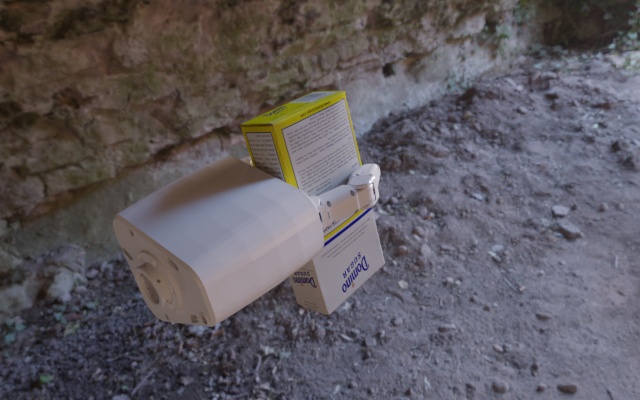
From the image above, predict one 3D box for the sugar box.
[{"bbox_3d":[0.000,0.001,0.421,0.048,0.176,0.093,10,32,42],"label":"sugar box"}]
